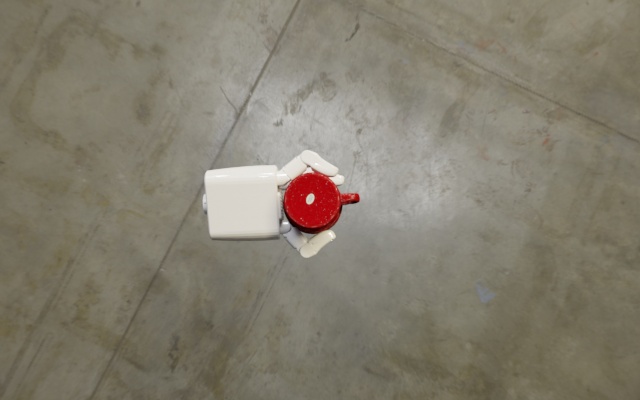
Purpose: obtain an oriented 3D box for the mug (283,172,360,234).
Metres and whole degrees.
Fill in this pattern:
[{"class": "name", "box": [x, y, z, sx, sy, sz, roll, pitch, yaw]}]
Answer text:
[{"class": "mug", "box": [0.002, 0.002, 0.706, 0.117, 0.093, 0.081, -3, -4, 0]}]
